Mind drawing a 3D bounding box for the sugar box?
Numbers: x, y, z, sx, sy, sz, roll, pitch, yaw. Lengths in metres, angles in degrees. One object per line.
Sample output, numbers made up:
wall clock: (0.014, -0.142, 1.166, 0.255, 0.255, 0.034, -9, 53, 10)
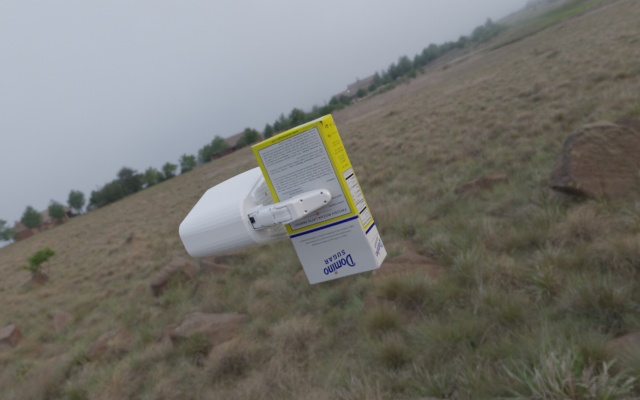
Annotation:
sugar box: (0.000, 0.002, 0.545, 0.093, 0.176, 0.048, -17, 12, 26)
